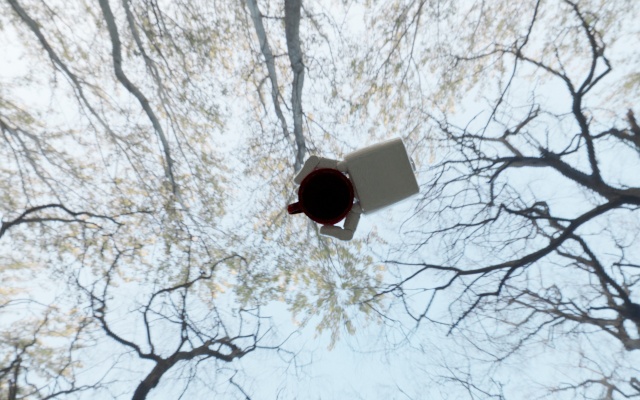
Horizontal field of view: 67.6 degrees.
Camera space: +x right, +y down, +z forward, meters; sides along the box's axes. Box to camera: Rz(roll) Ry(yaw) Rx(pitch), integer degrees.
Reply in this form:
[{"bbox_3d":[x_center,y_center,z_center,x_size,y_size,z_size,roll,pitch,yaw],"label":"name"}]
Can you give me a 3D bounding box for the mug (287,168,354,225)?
[{"bbox_3d":[-0.001,0.003,0.819,0.117,0.093,0.081,-19,-11,0],"label":"mug"}]
